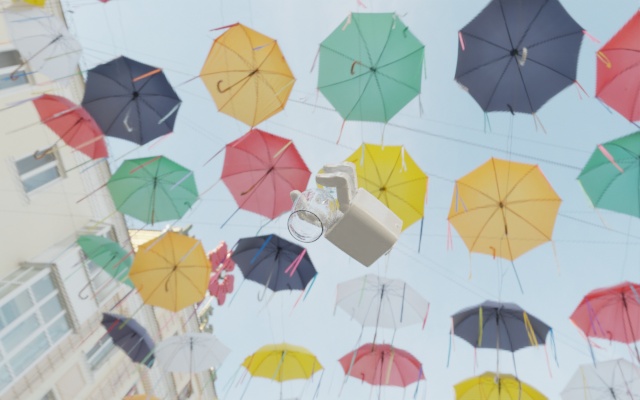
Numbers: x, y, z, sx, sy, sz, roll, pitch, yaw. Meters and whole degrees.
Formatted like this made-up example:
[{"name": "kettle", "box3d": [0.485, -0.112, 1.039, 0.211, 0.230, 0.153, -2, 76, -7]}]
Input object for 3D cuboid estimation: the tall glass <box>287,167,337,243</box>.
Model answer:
[{"name": "tall glass", "box3d": [0.000, 0.003, 0.872, 0.079, 0.079, 0.201, 0, 24, 17]}]
